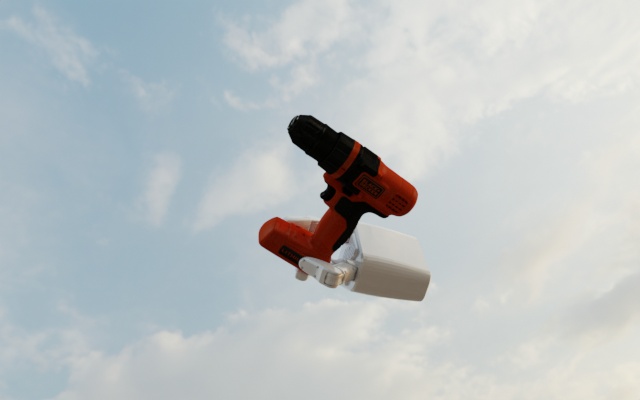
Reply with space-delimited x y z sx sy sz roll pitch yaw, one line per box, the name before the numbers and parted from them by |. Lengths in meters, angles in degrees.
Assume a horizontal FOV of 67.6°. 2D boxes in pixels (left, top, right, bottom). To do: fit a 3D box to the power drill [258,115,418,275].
power drill | 0.000 0.002 0.607 0.184 0.188 0.057 34 31 -14
